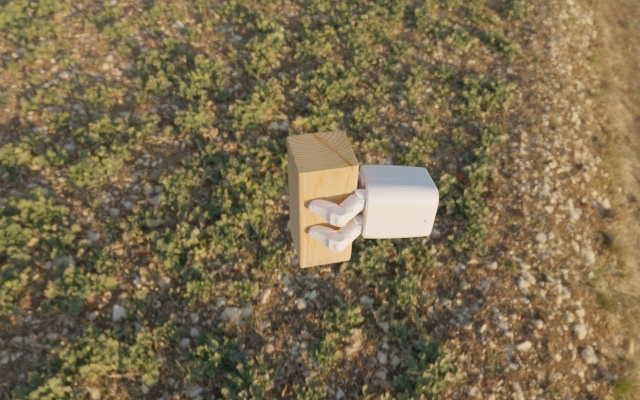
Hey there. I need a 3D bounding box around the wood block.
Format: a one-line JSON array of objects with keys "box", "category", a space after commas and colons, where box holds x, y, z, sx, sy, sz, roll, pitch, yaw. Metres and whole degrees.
[{"box": [0.000, 0.002, 0.758, 0.090, 0.206, 0.090, -8, 44, -10], "category": "wood block"}]
